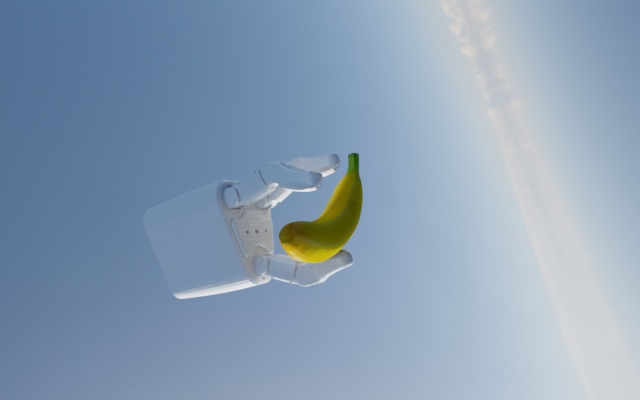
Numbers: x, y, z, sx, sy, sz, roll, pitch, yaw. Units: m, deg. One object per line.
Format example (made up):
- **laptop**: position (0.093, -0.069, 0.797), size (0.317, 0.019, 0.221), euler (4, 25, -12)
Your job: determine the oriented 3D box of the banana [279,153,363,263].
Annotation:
- **banana**: position (0.007, 0.017, 0.456), size (0.037, 0.070, 0.197), euler (-11, 19, 23)
